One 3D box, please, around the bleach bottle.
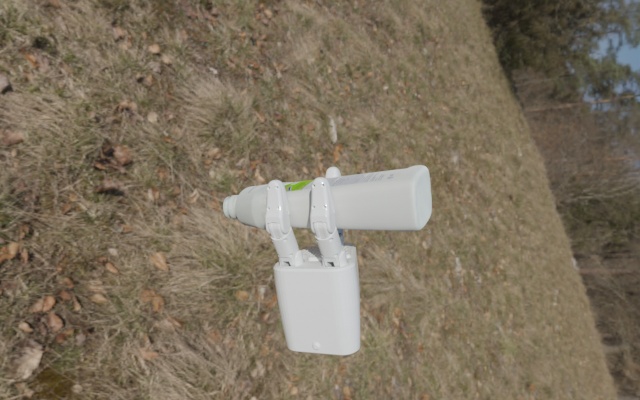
[{"bbox_3d":[0.000,0.002,0.579,0.251,0.068,0.102,-2,10,23],"label":"bleach bottle"}]
